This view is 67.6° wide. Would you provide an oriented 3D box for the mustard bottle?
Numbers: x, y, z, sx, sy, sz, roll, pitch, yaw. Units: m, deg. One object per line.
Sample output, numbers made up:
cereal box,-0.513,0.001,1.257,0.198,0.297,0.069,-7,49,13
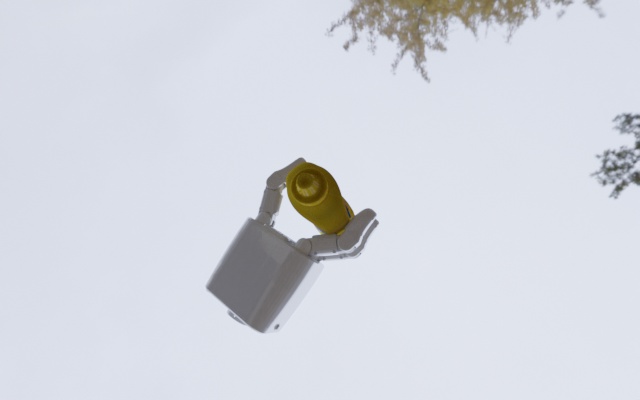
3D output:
mustard bottle,0.000,0.002,0.591,0.058,0.096,0.192,-34,-17,2
